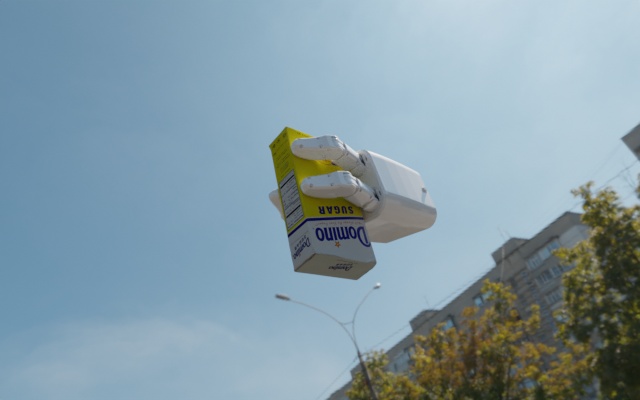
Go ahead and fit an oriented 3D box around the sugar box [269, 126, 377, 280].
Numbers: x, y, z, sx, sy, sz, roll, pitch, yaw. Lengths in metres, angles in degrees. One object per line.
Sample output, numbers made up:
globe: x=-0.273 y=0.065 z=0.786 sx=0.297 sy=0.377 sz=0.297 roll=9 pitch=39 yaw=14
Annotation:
sugar box: x=0.001 y=0.001 z=0.556 sx=0.093 sy=0.176 sz=0.048 roll=14 pitch=-45 yaw=-37
